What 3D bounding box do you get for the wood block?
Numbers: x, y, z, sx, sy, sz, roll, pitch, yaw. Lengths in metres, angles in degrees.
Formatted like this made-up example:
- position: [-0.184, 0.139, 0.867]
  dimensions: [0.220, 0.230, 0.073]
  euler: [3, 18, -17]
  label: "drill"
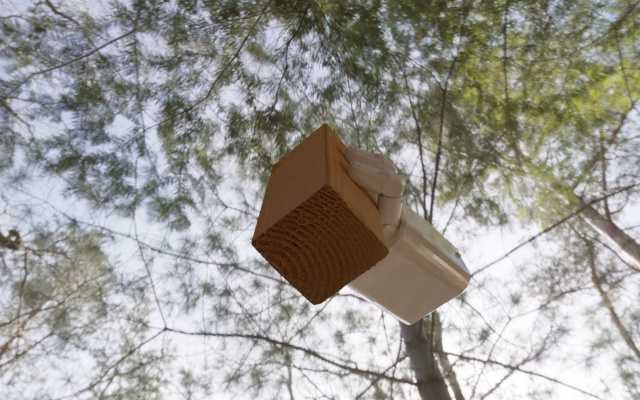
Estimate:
- position: [0.000, 0.002, 0.508]
  dimensions: [0.091, 0.090, 0.206]
  euler: [-38, 18, 15]
  label: "wood block"
